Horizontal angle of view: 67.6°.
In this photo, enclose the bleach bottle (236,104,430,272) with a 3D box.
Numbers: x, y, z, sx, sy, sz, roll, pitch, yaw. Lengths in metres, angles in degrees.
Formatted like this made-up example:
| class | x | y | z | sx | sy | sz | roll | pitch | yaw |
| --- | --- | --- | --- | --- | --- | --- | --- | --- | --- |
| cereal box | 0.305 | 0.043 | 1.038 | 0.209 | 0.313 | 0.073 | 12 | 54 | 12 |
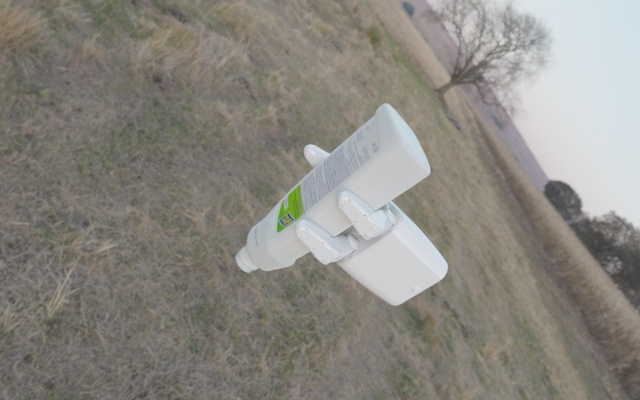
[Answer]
| class | x | y | z | sx | sy | sz | roll | pitch | yaw |
| --- | --- | --- | --- | --- | --- | --- | --- | --- | --- |
| bleach bottle | 0.000 | 0.002 | 0.550 | 0.251 | 0.068 | 0.102 | -36 | 30 | 21 |
